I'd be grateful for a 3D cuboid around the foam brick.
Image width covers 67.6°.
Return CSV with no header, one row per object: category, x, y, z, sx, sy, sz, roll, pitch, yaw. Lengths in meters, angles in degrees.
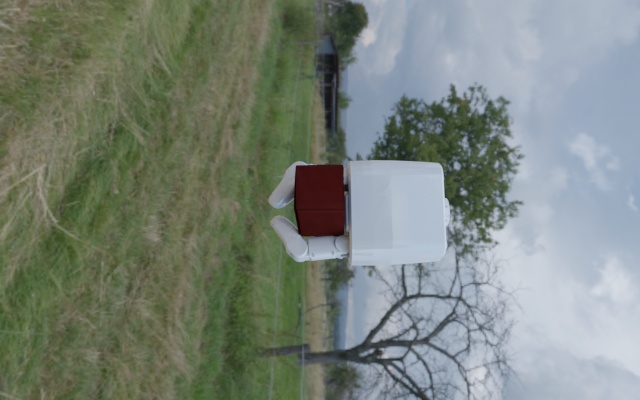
foam brick,0.000,0.002,0.513,0.051,0.053,0.078,0,-24,2
